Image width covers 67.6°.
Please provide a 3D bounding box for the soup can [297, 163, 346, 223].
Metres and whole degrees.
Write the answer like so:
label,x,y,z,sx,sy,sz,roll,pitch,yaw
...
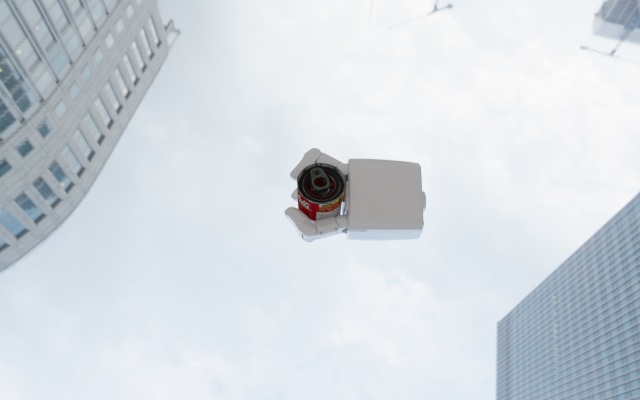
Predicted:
label,x,y,z,sx,sy,sz,roll,pitch,yaw
soup can,0.000,0.003,0.697,0.068,0.068,0.102,0,-32,-2
